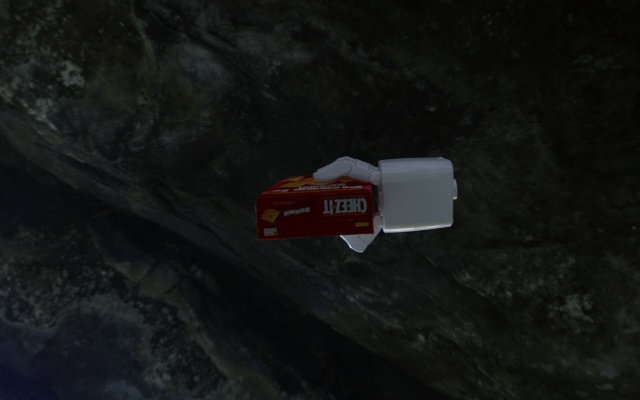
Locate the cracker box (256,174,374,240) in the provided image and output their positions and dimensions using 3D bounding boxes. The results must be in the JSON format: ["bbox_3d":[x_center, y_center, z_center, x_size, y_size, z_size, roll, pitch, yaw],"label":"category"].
[{"bbox_3d":[0.000,0.003,0.758,0.164,0.072,0.213,-4,8,6],"label":"cracker box"}]
